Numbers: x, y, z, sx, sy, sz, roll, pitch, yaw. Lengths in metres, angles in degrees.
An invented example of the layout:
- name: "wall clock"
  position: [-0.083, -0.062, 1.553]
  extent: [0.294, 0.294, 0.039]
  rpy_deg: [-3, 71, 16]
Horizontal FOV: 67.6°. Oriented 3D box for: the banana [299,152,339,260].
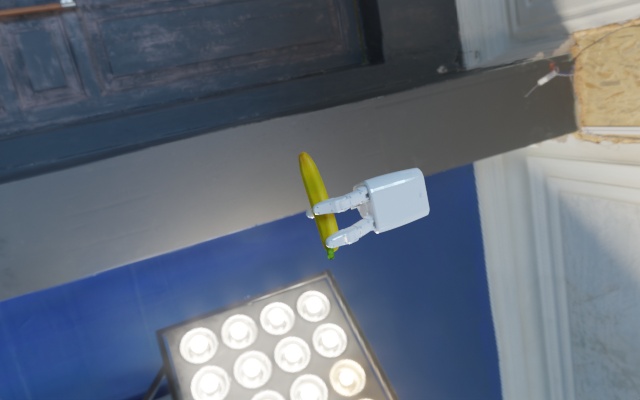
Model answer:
- name: "banana"
  position: [0.001, 0.009, 0.865]
  extent: [0.037, 0.197, 0.069]
  rpy_deg: [-17, -9, -4]
